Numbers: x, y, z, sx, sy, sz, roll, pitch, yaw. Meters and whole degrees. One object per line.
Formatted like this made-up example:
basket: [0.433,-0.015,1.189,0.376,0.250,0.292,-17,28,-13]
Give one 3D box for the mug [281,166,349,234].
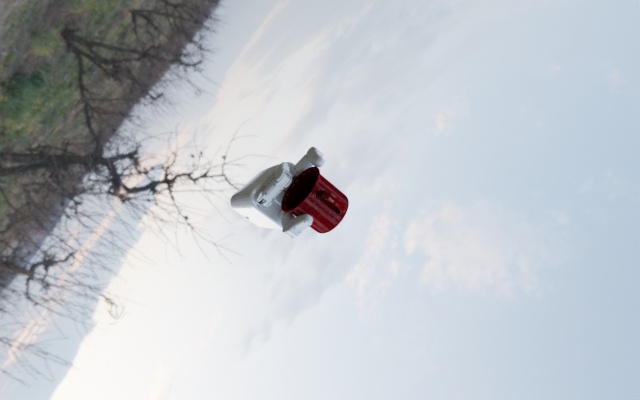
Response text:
mug: [0.001,0.003,0.800,0.081,0.093,0.117,39,-20,-25]
